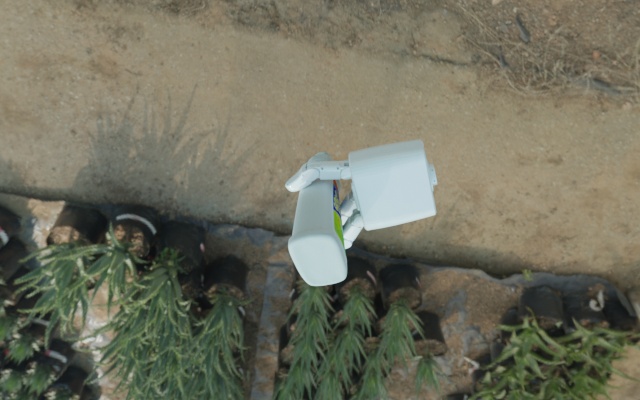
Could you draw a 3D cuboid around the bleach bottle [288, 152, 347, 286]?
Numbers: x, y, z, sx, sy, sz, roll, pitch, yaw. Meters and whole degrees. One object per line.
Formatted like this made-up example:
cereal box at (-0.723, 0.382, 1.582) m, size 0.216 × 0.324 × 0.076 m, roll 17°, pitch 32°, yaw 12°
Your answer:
bleach bottle at (0.000, 0.002, 0.722) m, size 0.068 × 0.103 × 0.250 m, roll -11°, pitch 39°, yaw 11°
